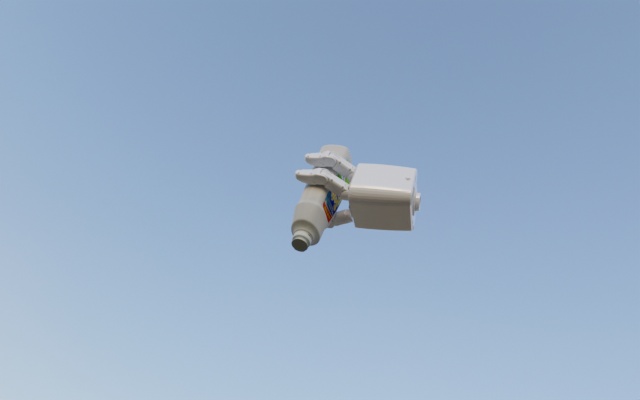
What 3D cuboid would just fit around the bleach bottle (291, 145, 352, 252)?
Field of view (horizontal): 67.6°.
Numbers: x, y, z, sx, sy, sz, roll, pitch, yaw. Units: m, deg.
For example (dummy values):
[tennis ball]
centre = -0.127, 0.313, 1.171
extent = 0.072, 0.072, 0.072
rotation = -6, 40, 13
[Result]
[bleach bottle]
centre = 0.000, 0.003, 0.860
extent = 0.068, 0.103, 0.250
rotation = 5, 39, 15
